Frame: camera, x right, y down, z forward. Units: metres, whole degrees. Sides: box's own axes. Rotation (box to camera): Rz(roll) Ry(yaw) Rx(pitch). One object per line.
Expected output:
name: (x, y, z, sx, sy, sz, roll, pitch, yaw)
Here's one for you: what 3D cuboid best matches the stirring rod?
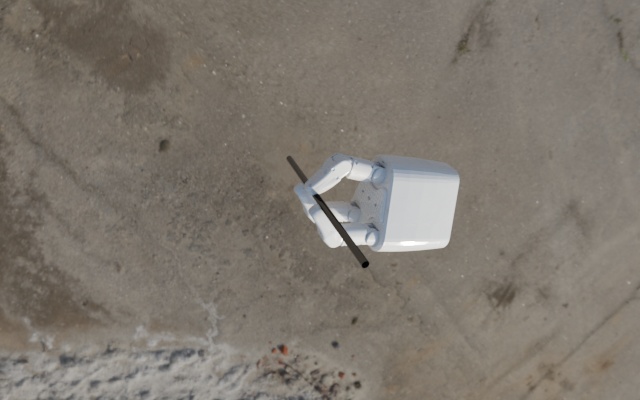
stirring rod: (0.000, 0.002, 0.540, 0.011, 0.011, 0.239, 0, 29, -23)
